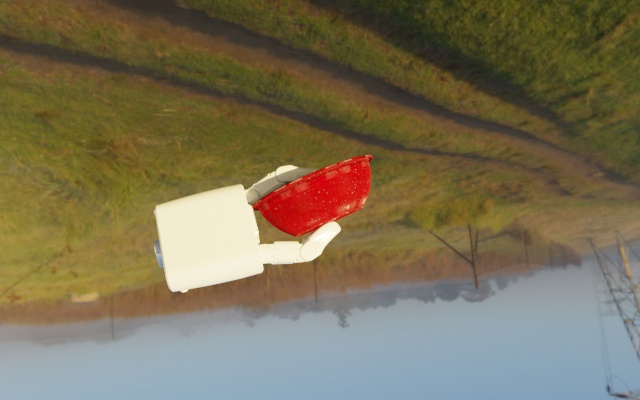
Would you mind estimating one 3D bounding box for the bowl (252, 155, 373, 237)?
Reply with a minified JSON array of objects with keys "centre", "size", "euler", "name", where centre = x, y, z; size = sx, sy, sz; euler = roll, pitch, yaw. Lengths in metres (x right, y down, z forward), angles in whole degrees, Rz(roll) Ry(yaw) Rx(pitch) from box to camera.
[{"centre":[0.001,0.002,0.586],"size":[0.162,0.055,0.162],"euler":[-24,-5,-2],"name":"bowl"}]
